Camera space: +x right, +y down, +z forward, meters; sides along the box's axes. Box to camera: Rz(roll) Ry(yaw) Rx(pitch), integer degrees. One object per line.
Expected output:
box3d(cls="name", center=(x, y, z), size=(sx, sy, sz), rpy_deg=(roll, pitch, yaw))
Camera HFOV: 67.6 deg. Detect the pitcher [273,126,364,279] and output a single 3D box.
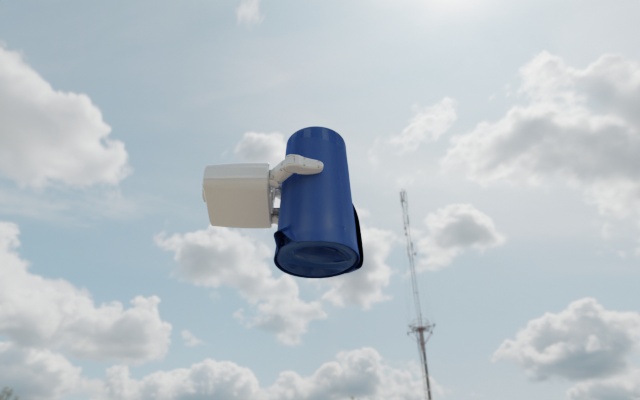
box3d(cls="pitcher", center=(0.000, 0.003, 0.803), size=(0.145, 0.242, 0.149), rpy_deg=(-1, -33, 1))
